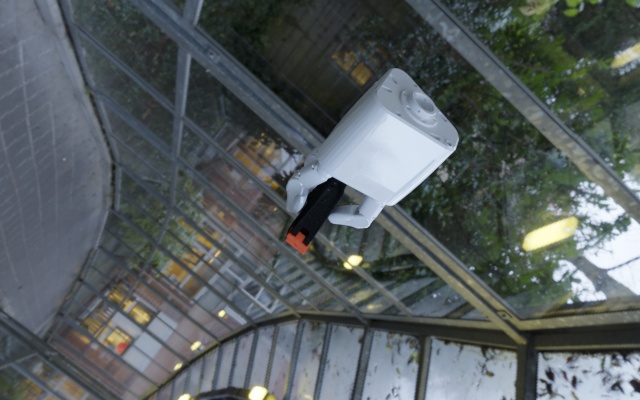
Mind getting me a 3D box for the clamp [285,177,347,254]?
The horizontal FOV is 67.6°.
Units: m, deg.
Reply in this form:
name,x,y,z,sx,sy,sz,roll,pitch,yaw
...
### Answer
name,x,y,z,sx,sy,sz,roll,pitch,yaw
clamp,0.001,0.003,0.620,0.165,0.036,0.210,-48,6,43
